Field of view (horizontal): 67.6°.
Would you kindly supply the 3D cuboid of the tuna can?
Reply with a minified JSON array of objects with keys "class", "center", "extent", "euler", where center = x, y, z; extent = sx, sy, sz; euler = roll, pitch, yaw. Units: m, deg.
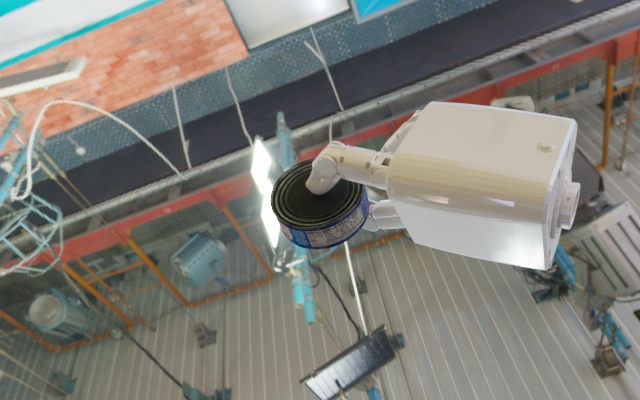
[{"class":"tuna can","center":[0.000,0.002,0.430],"extent":[0.086,0.086,0.034],"euler":[0,-42,19]}]
